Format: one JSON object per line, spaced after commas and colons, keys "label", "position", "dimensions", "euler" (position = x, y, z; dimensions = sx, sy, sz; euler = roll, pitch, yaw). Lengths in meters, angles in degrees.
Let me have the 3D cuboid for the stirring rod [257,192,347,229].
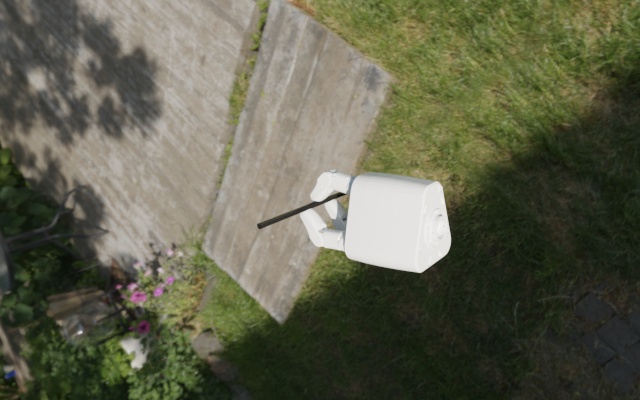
{"label": "stirring rod", "position": [0.000, 0.002, 0.692], "dimensions": [0.011, 0.011, 0.239], "euler": [0, 15, 42]}
